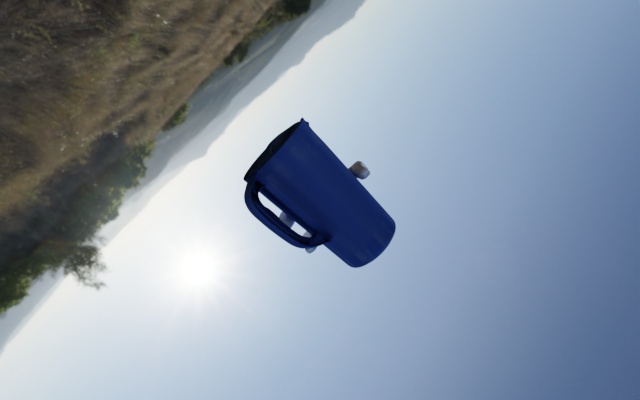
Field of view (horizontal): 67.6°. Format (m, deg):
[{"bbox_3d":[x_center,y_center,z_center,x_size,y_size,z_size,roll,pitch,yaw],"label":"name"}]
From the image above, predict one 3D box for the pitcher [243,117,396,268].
[{"bbox_3d":[0.000,0.002,0.762,0.243,0.149,0.145,44,9,-15],"label":"pitcher"}]
